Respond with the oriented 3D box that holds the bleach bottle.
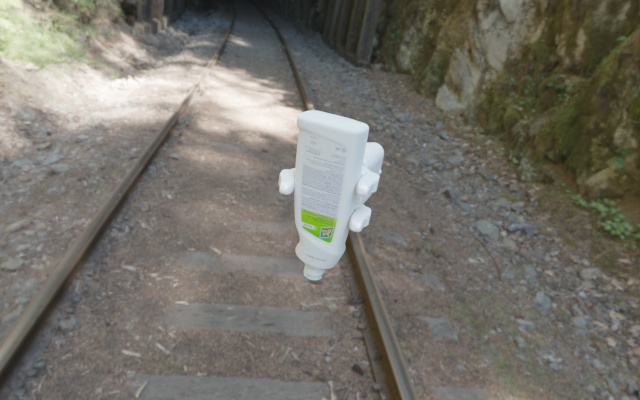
[{"bbox_3d":[0.000,0.002,0.707,0.102,0.251,0.068,18,25,19],"label":"bleach bottle"}]
